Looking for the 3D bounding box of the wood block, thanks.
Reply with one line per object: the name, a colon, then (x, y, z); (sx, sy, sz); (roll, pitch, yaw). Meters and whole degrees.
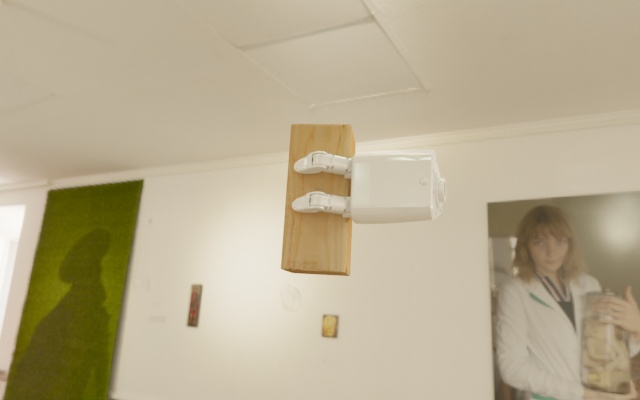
wood block: (0.001, 0.002, 0.696); (0.090, 0.206, 0.091); (2, -12, 9)
